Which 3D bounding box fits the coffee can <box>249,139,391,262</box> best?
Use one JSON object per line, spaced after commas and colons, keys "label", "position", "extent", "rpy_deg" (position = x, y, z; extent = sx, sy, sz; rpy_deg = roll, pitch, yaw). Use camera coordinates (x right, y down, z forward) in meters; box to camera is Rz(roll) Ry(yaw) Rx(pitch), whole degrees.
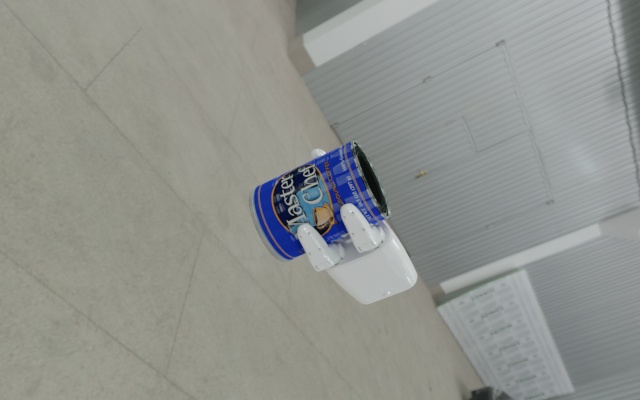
{"label": "coffee can", "position": [0.000, 0.002, 0.579], "extent": [0.140, 0.103, 0.103], "rpy_deg": [-24, -7, 15]}
